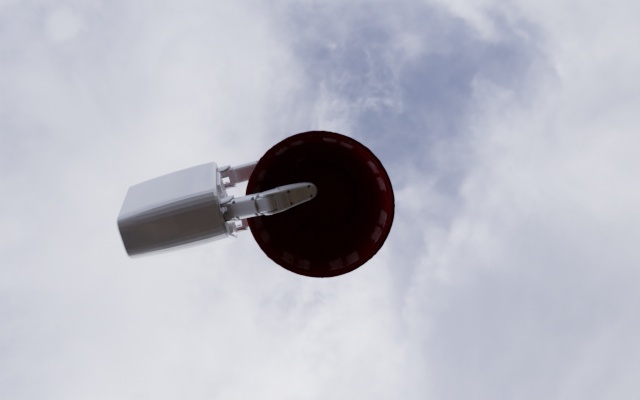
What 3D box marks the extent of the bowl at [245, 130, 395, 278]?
[{"bbox_3d":[0.001,0.002,0.535,0.162,0.162,0.055,0,11,3],"label":"bowl"}]
